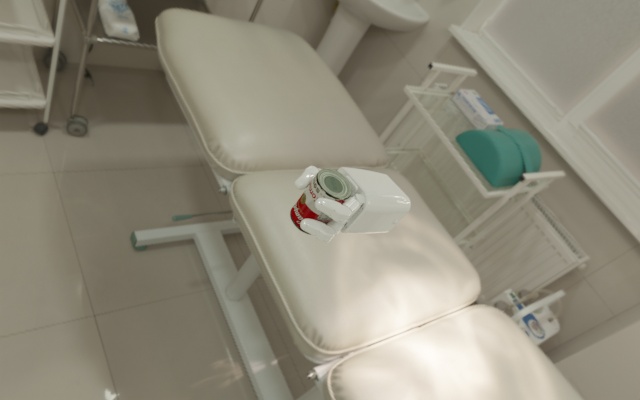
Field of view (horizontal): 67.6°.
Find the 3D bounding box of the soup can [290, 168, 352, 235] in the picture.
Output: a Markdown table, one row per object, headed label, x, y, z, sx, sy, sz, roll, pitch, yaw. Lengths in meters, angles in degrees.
| label | x | y | z | sx | sy | sz | roll | pitch | yaw |
| --- | --- | --- | --- | --- | --- | --- | --- | --- | --- |
| soup can | 0.000 | 0.002 | 0.814 | 0.068 | 0.068 | 0.102 | 0 | -38 | -36 |
